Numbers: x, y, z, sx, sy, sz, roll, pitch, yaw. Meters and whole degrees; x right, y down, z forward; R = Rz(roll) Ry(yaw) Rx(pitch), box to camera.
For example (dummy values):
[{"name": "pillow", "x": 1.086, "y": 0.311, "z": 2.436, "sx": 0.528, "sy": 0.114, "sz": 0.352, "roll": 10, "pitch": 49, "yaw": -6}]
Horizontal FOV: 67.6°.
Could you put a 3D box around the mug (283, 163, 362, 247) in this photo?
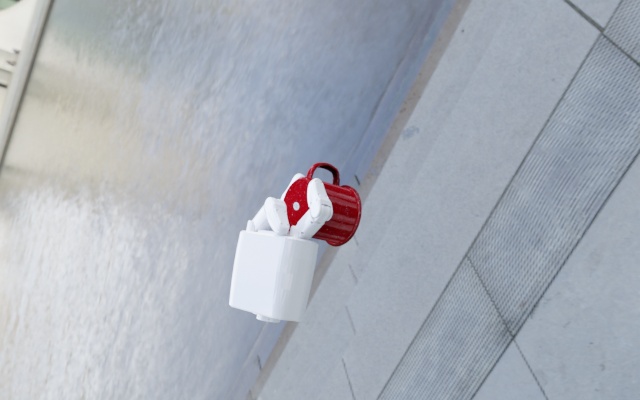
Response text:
[{"name": "mug", "x": 0.000, "y": 0.001, "z": 0.685, "sx": 0.081, "sy": 0.117, "sz": 0.093, "roll": 15, "pitch": -11, "yaw": -36}]
